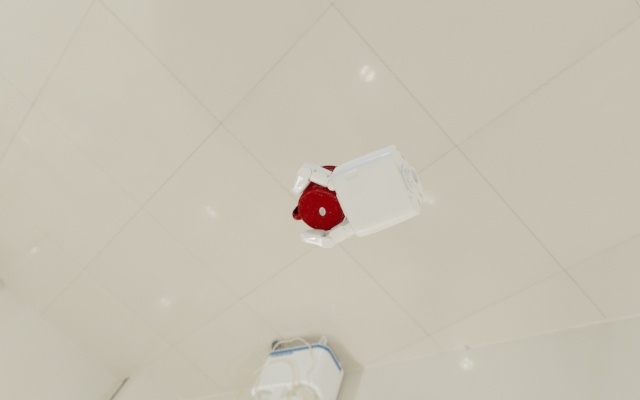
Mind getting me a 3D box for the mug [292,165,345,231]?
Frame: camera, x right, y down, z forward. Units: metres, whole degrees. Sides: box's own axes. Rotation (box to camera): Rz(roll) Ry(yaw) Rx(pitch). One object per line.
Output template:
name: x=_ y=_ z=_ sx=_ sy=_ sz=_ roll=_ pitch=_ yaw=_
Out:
mug: x=-0.001 y=0.003 z=0.816 sx=0.117 sy=0.093 sz=0.081 roll=-21 pitch=20 yaw=26
